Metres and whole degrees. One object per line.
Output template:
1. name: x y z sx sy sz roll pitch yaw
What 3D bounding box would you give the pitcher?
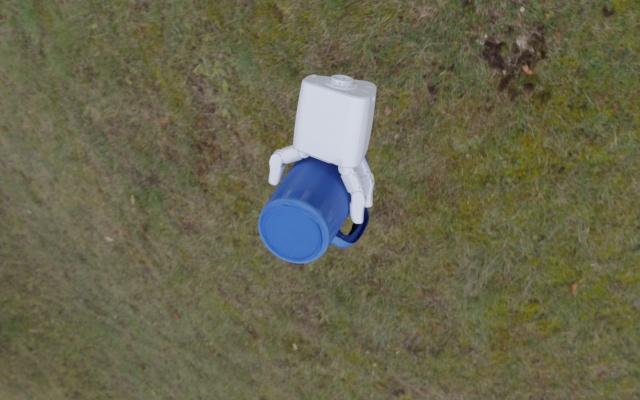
1. pitcher: 0.000 0.002 0.772 0.149 0.145 0.242 14 30 11
